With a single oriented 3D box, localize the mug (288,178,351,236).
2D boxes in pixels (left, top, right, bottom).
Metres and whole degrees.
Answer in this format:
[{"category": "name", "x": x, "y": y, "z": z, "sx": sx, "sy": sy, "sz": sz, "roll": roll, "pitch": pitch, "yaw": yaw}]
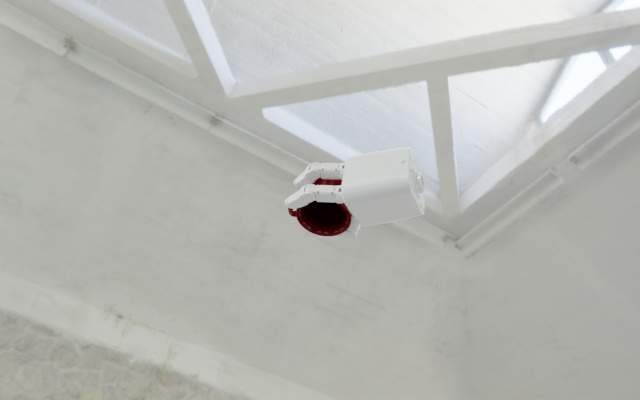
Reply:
[{"category": "mug", "x": -0.001, "y": 0.003, "z": 0.823, "sx": 0.117, "sy": 0.093, "sz": 0.081, "roll": -8, "pitch": 40, "yaw": 20}]
